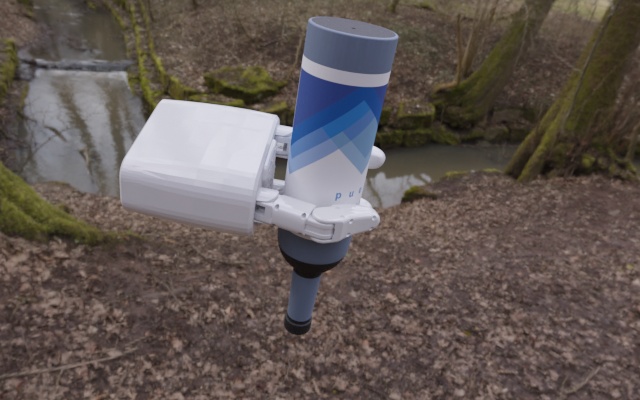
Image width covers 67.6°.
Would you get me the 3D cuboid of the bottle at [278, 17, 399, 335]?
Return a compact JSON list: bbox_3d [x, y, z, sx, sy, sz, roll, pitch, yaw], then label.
[{"bbox_3d":[0.000,0.001,0.416,0.069,0.296,0.069,8,29,-5],"label":"bottle"}]
